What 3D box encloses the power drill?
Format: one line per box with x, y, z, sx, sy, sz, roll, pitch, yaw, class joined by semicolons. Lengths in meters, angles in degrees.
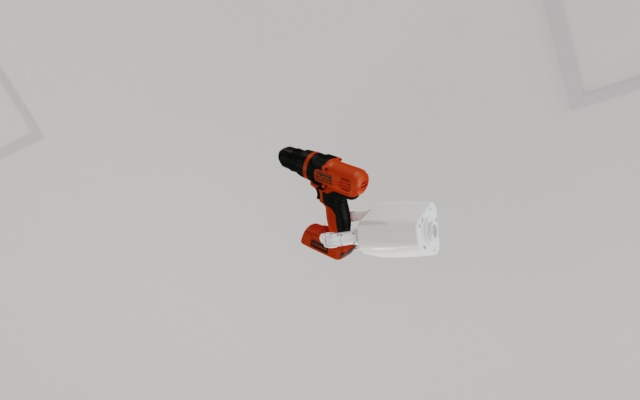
0.000;0.003;0.858;0.184;0.188;0.057;23;40;34;power drill
